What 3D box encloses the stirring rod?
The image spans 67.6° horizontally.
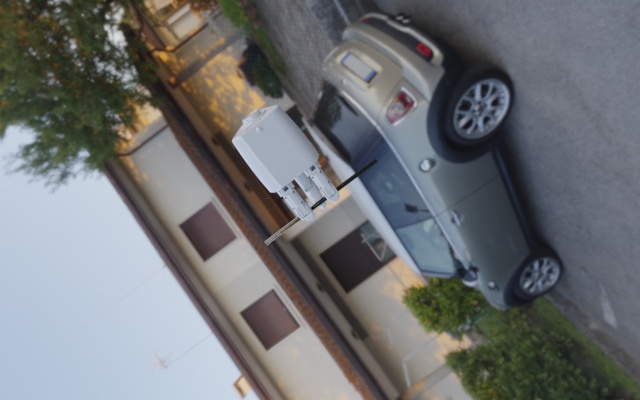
[{"bbox_3d":[0.000,0.003,0.828,0.239,0.011,0.011,-37,-2,3],"label":"stirring rod"}]
